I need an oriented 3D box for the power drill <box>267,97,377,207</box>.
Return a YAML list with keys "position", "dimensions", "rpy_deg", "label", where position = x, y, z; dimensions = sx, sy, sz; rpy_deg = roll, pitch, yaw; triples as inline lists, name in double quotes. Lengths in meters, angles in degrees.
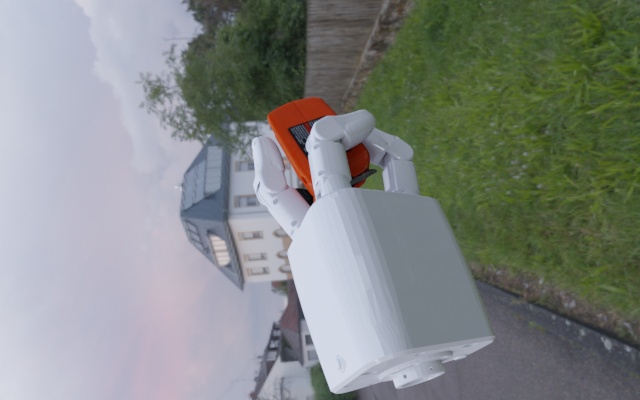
- position: [0.000, 0.001, 0.451]
  dimensions: [0.057, 0.188, 0.184]
  rpy_deg: [-24, 47, -13]
  label: "power drill"
